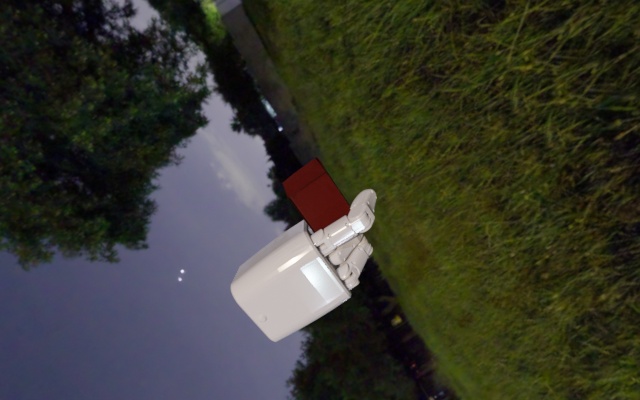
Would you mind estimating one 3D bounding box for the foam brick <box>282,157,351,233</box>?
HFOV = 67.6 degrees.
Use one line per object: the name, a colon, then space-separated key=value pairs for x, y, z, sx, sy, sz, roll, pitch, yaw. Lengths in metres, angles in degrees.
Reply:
foam brick: x=0.000 y=0.001 z=0.544 sx=0.051 sy=0.078 sz=0.053 roll=-34 pitch=24 yaw=3
